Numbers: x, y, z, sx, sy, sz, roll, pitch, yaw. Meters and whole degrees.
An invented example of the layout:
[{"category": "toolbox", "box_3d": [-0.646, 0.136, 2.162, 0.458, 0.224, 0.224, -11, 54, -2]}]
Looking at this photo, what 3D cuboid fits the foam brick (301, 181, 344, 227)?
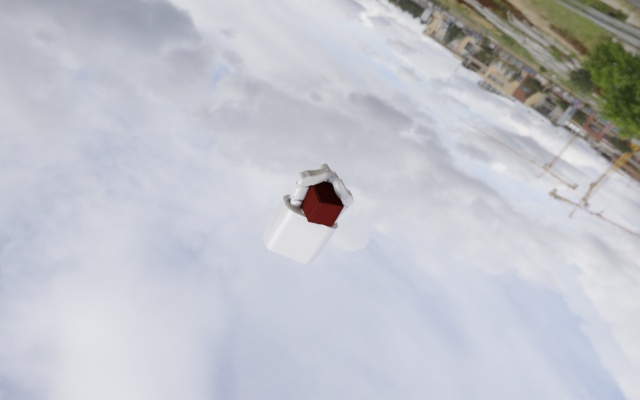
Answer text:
[{"category": "foam brick", "box_3d": [0.000, 0.003, 0.880, 0.053, 0.051, 0.078, 14, 31, -28]}]
